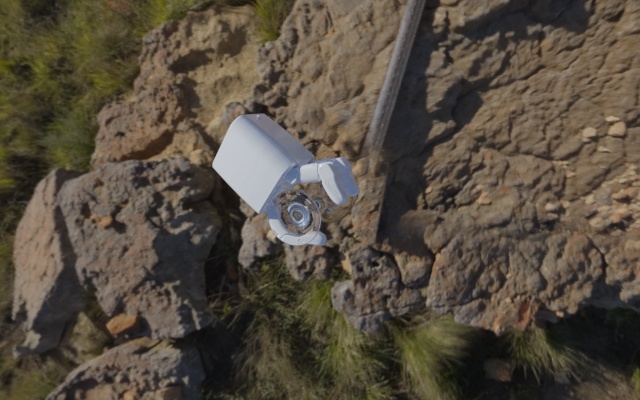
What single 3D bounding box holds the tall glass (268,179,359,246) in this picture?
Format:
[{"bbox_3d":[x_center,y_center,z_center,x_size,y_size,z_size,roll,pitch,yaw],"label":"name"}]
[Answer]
[{"bbox_3d":[0.000,0.003,0.699,0.079,0.079,0.201,0,11,21],"label":"tall glass"}]
